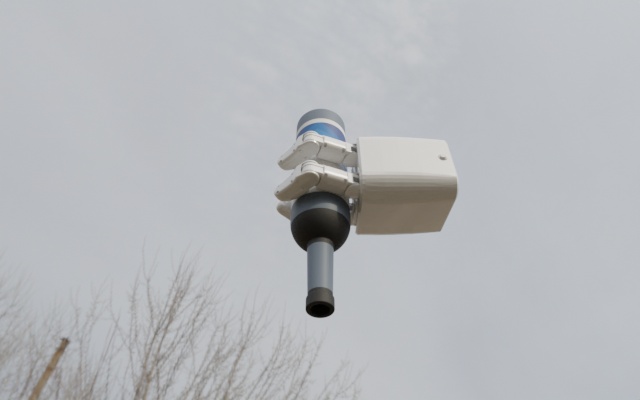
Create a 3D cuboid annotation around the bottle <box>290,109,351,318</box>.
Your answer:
[{"bbox_3d":[0.000,0.002,0.550,0.069,0.069,0.295,0,43,0],"label":"bottle"}]
